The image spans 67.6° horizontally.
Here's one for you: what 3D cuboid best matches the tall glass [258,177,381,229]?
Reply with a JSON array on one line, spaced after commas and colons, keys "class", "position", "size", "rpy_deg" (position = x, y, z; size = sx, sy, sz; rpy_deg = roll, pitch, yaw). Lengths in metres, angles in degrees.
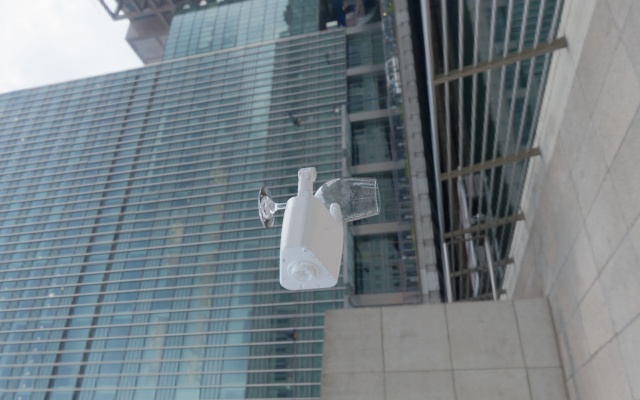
[{"class": "tall glass", "position": [-0.001, 0.003, 0.822], "size": [0.201, 0.079, 0.079], "rpy_deg": [-6, -2, 13]}]
